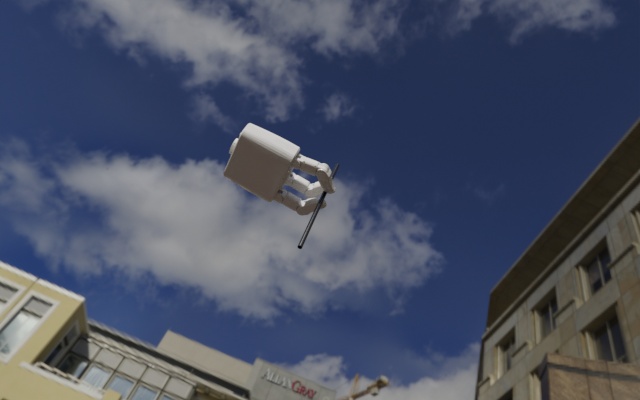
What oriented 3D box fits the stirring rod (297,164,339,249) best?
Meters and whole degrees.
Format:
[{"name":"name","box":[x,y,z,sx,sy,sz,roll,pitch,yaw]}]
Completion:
[{"name":"stirring rod","box":[0.000,0.003,0.867,0.011,0.011,0.239,0,38,21]}]
